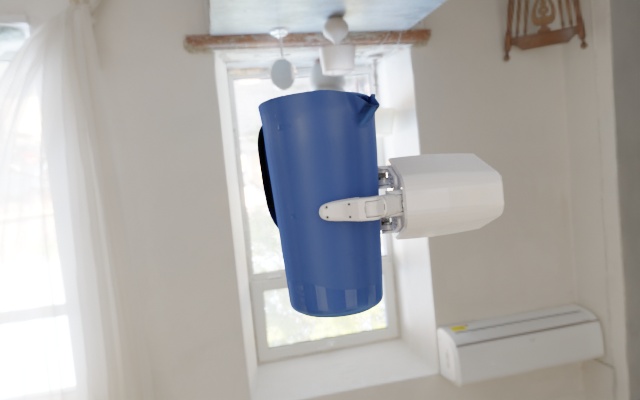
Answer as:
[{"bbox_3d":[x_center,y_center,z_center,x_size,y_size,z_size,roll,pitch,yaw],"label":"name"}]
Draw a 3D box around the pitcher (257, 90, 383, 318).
[{"bbox_3d":[0.000,0.002,0.552,0.145,0.243,0.149,-5,2,-1],"label":"pitcher"}]
